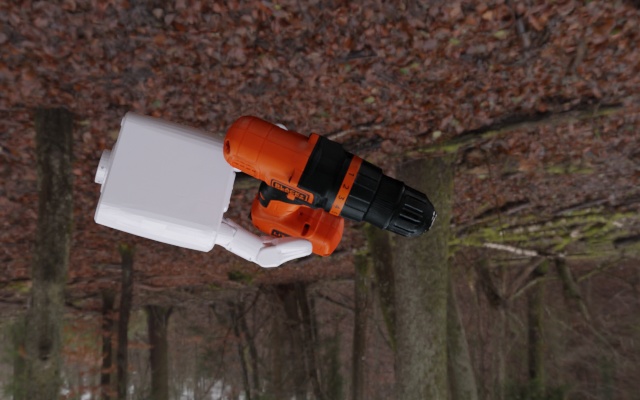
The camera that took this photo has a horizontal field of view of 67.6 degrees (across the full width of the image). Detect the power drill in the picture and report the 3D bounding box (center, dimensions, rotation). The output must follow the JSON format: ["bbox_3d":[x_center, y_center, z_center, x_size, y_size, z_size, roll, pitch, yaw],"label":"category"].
[{"bbox_3d":[0.000,0.002,0.460,0.184,0.057,0.188,25,-21,1],"label":"power drill"}]
